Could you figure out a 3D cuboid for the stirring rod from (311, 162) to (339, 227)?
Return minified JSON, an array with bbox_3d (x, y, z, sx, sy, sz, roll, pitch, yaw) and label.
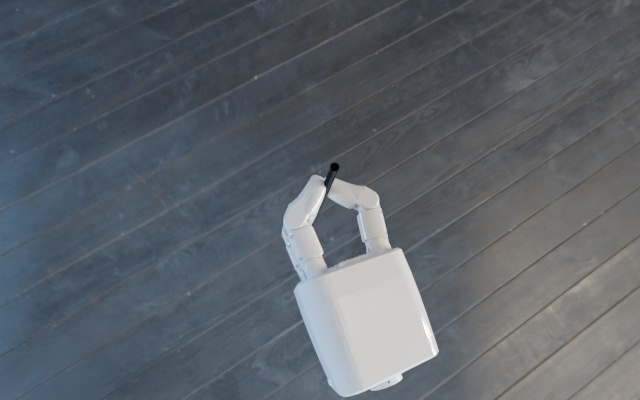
[{"bbox_3d":[0.000,0.002,0.520,0.011,0.011,0.239,0,-15,-6],"label":"stirring rod"}]
